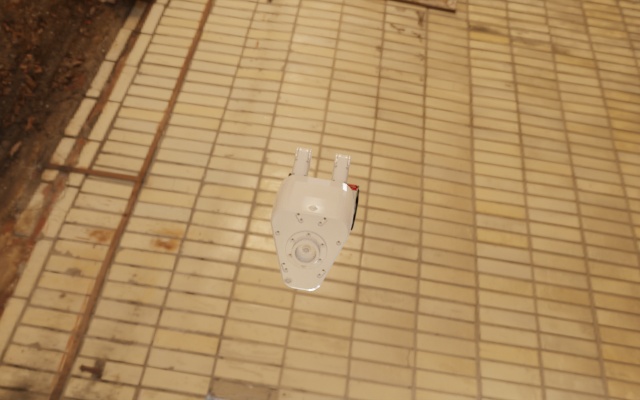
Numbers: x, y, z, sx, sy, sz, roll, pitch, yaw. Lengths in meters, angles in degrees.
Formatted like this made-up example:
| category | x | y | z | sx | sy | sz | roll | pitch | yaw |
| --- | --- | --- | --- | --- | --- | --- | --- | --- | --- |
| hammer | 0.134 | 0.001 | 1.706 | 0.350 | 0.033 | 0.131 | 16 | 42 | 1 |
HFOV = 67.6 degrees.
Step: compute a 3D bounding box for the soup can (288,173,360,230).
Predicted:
| category | x | y | z | sx | sy | sz | roll | pitch | yaw |
| --- | --- | --- | --- | --- | --- | --- | --- | --- | --- |
| soup can | 0.000 | 0.002 | 0.680 | 0.102 | 0.068 | 0.068 | 9 | 0 | 0 |
